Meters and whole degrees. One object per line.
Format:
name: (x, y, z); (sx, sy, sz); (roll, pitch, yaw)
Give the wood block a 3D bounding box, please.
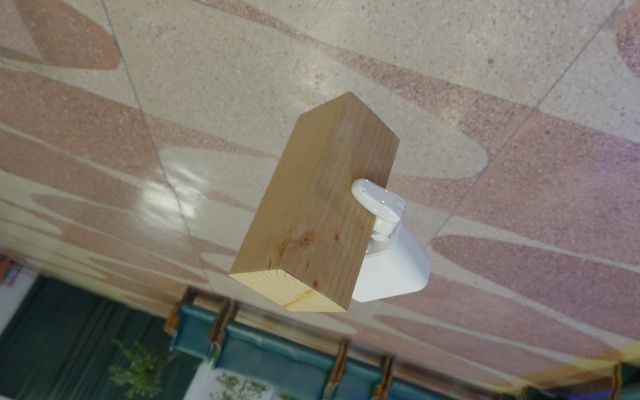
wood block: (0.001, 0.002, 0.499); (0.090, 0.206, 0.091); (38, -32, -30)
